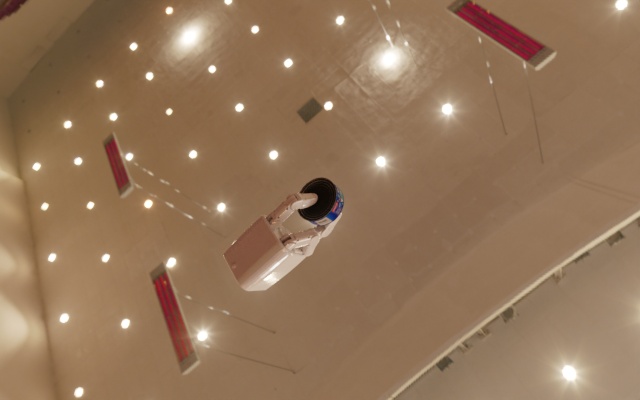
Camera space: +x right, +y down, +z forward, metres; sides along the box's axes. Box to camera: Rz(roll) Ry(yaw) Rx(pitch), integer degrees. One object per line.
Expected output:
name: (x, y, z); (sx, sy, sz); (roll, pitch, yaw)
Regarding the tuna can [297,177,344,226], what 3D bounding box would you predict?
tuna can: (0.000, 0.003, 0.885); (0.086, 0.086, 0.034); (0, -21, 34)
